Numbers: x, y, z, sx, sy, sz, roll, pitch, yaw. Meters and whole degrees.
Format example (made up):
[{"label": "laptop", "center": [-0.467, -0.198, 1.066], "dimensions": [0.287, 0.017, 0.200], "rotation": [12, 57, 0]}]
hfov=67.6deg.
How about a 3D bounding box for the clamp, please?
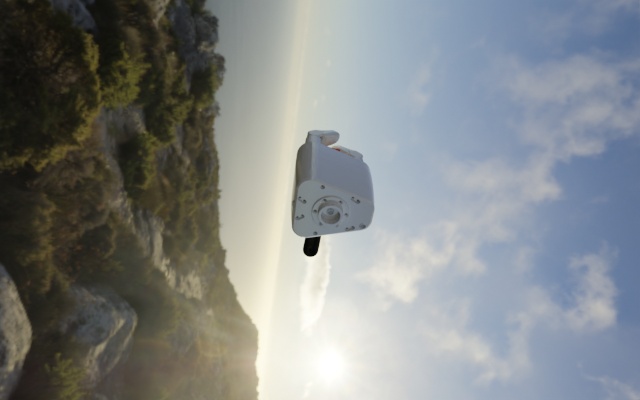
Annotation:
[{"label": "clamp", "center": [0.001, 0.002, 0.758], "dimensions": [0.039, 0.172, 0.120], "rotation": [7, 31, -4]}]
